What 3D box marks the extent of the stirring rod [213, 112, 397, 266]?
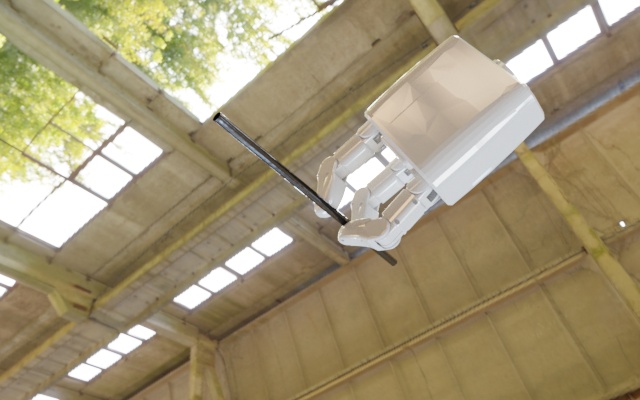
[{"bbox_3d":[0.000,0.001,0.415,0.011,0.011,0.240,0,-31,46],"label":"stirring rod"}]
